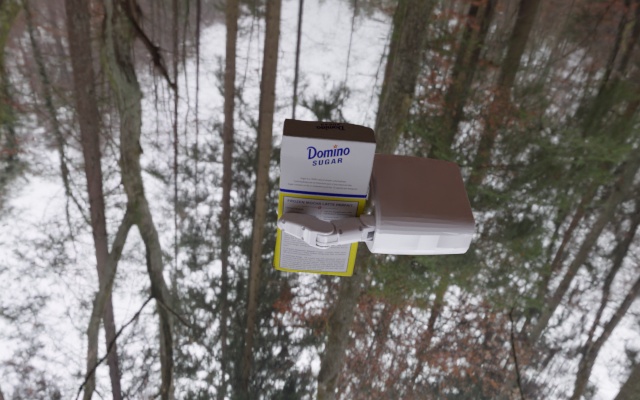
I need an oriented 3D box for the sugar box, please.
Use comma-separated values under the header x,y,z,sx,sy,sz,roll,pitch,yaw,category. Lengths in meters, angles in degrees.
x,y,z,sx,sy,sz,roll,pitch,yaw,category
0.000,0.001,0.517,0.093,0.176,0.048,5,32,-4,sugar box
